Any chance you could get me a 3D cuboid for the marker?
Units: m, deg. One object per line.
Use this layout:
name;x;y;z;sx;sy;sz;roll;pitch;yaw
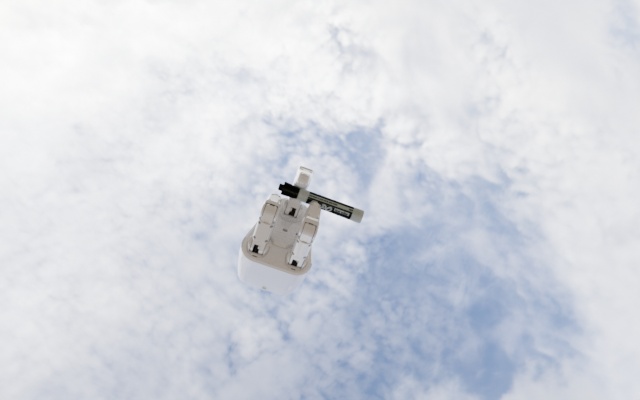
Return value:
marker;0.000;0.002;0.650;0.121;0.020;0.020;20;-1;-4
